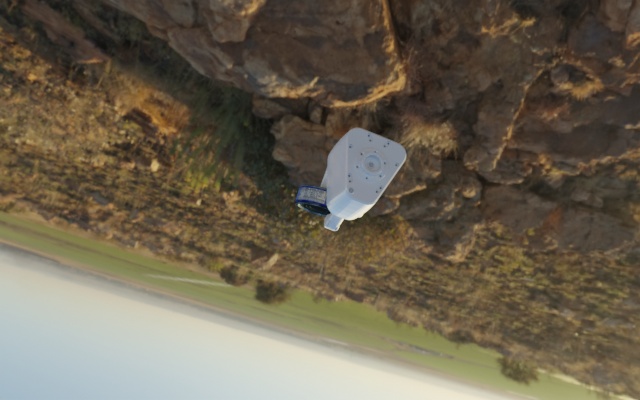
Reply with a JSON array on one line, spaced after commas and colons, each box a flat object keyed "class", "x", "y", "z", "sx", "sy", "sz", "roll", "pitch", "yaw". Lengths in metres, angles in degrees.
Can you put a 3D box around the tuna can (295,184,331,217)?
[{"class": "tuna can", "x": 0.000, "y": 0.003, "z": 0.831, "sx": 0.086, "sy": 0.033, "sz": 0.086, "roll": 16, "pitch": -12, "yaw": 3}]
